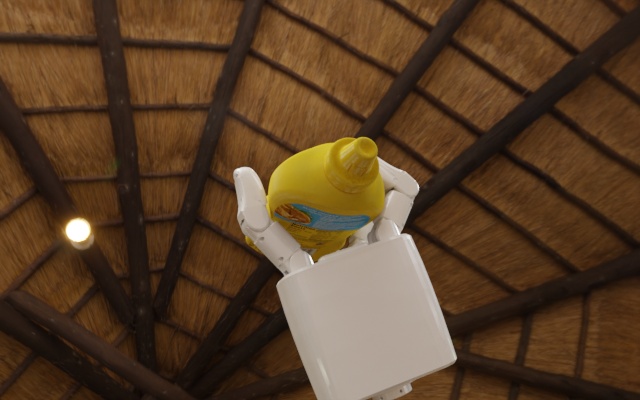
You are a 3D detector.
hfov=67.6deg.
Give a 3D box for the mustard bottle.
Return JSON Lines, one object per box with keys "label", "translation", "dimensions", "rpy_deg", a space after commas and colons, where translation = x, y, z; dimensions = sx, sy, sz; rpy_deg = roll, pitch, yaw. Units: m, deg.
{"label": "mustard bottle", "translation": [0.000, 0.001, 0.411], "dimensions": [0.096, 0.058, 0.192], "rpy_deg": [11, -26, -16]}
